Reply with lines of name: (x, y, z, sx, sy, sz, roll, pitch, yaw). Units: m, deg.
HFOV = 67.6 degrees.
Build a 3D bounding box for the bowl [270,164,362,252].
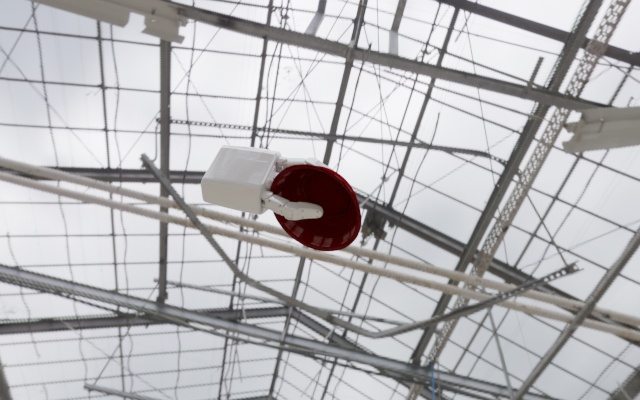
bowl: (0.001, 0.003, 0.778, 0.162, 0.162, 0.055, 0, 30, 29)
